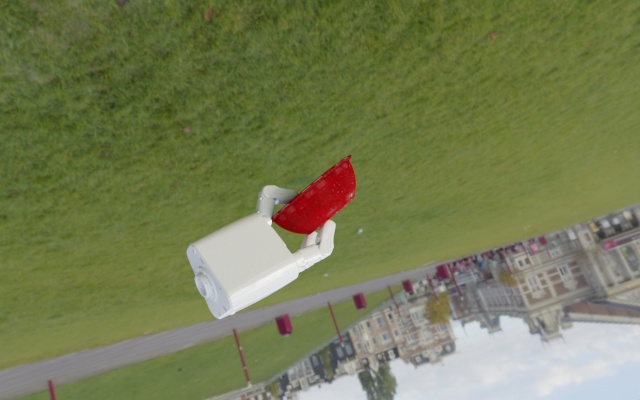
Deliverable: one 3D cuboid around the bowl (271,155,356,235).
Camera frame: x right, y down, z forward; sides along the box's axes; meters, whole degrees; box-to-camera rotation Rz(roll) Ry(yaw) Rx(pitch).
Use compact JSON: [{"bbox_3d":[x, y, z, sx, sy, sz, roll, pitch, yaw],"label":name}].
[{"bbox_3d":[0.001,0.002,0.722,0.162,0.055,0.162,-40,-1,0],"label":"bowl"}]
